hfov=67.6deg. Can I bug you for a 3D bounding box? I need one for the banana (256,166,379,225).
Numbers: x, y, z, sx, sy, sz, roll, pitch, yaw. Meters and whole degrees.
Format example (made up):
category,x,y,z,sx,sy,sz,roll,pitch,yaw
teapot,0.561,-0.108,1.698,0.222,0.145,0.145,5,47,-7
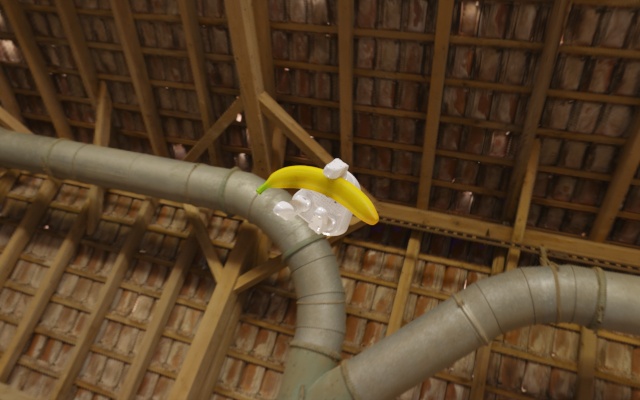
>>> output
category,x,y,z,sx,sy,sz,roll,pitch,yaw
banana,0.002,-0.016,0.757,0.198,0.069,0.037,14,-14,10
